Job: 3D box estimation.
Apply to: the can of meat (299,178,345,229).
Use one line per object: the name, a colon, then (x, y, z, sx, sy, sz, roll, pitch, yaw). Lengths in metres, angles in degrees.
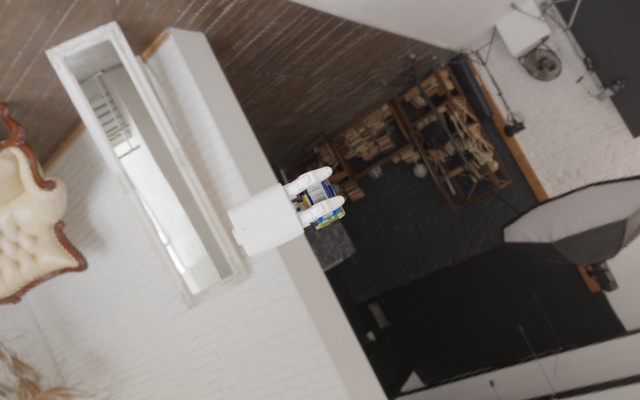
can of meat: (0.000, 0.003, 0.879, 0.057, 0.084, 0.102, -26, -5, -8)
